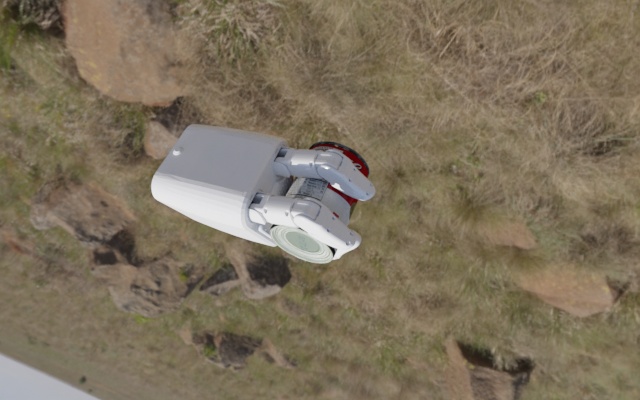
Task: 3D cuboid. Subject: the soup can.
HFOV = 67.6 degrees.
[{"bbox_3d":[0.000,0.002,0.470,0.068,0.102,0.068,19,-29,11],"label":"soup can"}]
